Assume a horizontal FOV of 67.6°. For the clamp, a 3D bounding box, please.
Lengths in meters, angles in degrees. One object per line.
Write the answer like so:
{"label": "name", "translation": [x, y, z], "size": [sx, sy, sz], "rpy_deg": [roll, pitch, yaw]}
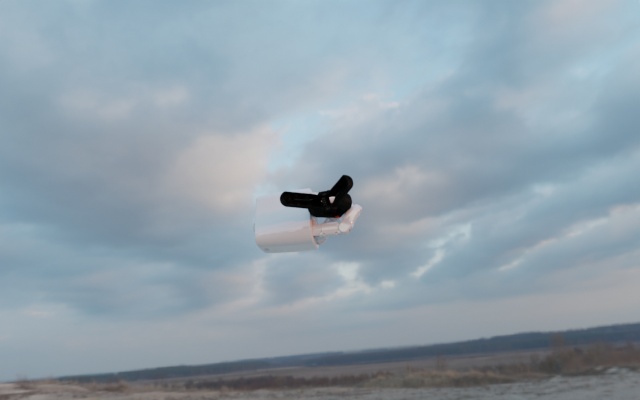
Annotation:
{"label": "clamp", "translation": [0.000, 0.002, 0.818], "size": [0.120, 0.039, 0.171], "rpy_deg": [-7, -19, 4]}
